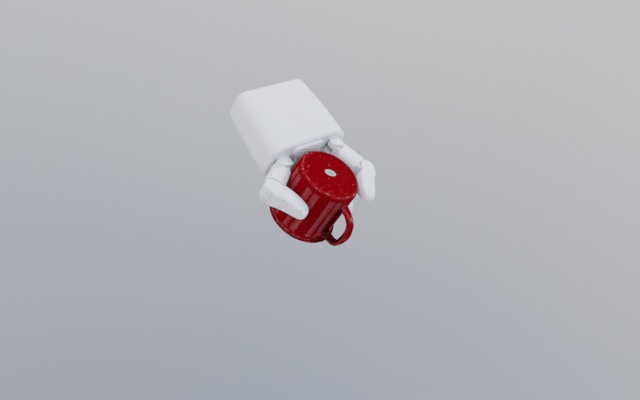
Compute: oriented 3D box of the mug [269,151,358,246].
[{"bbox_3d":[0.001,0.003,0.593,0.093,0.117,0.081,-12,-31,-42],"label":"mug"}]
